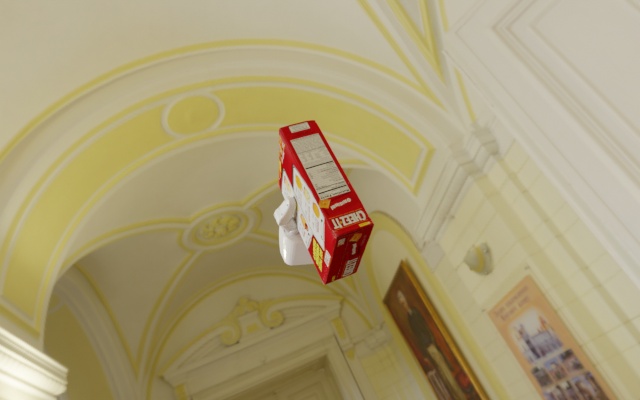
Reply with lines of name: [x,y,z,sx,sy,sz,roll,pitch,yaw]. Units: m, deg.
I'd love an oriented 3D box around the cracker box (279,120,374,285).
cracker box: [0.000,0.002,0.773,0.072,0.213,0.164,-19,-29,-17]
